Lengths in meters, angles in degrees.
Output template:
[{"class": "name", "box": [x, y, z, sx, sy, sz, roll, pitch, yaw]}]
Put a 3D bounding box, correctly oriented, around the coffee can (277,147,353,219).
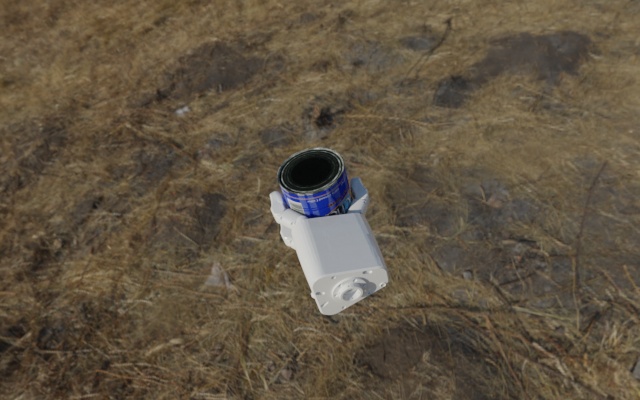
[{"class": "coffee can", "box": [0.000, 0.002, 0.751, 0.103, 0.102, 0.140, 0, -44, 18]}]
